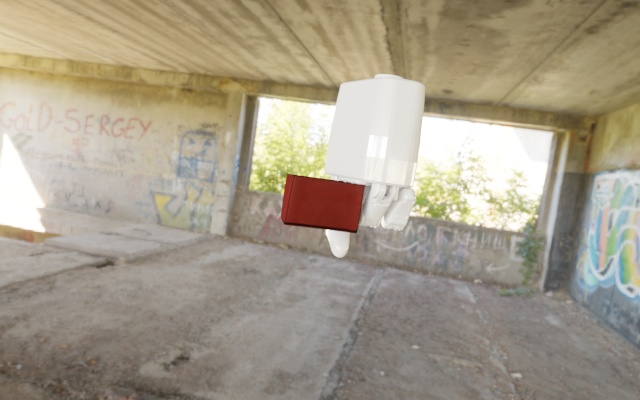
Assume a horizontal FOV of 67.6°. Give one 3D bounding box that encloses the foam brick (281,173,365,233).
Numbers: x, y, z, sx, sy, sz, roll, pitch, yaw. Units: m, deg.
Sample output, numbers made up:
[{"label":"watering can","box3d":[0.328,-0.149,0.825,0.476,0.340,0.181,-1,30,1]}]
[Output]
[{"label":"foam brick","box3d":[0.000,0.002,0.508,0.078,0.051,0.053,7,5,-12]}]
